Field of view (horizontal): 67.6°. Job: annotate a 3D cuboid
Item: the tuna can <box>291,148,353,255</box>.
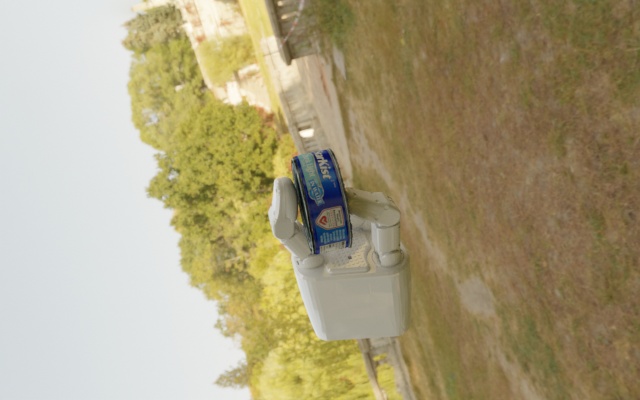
[{"bbox_3d":[-0.001,0.001,0.401,0.034,0.086,0.086,-12,1,-6],"label":"tuna can"}]
